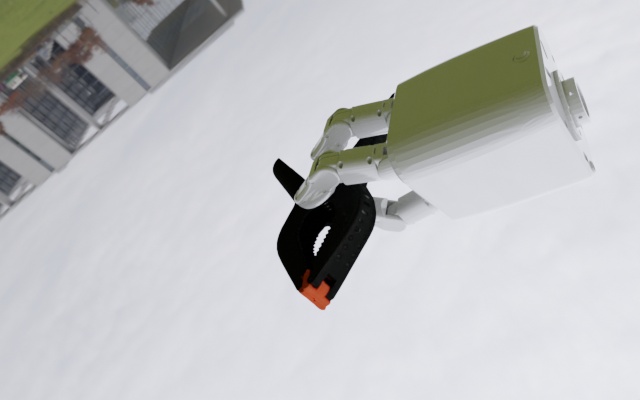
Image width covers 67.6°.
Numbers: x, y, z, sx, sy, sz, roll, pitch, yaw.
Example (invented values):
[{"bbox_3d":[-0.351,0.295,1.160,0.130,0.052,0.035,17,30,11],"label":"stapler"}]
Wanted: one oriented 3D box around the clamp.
[{"bbox_3d":[0.001,0.002,0.424,0.164,0.209,0.036,-22,-52,36],"label":"clamp"}]
